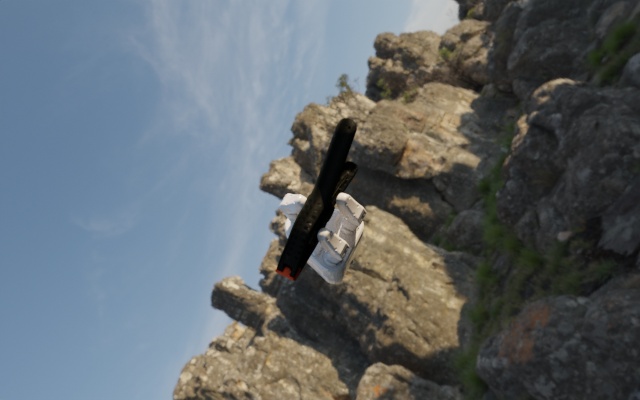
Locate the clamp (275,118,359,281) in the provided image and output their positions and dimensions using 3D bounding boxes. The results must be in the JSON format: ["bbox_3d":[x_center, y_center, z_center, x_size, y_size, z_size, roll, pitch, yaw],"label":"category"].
[{"bbox_3d":[-0.001,0.002,0.626,0.036,0.210,0.165,24,-19,12],"label":"clamp"}]
